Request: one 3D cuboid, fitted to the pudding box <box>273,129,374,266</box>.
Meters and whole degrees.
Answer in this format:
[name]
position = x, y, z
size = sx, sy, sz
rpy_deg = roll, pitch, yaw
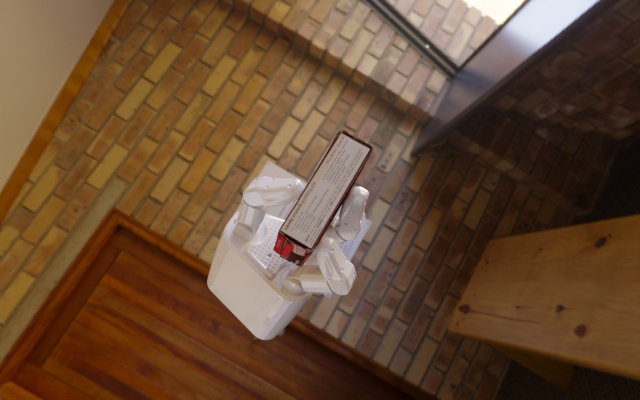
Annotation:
[pudding box]
position = 0.000, 0.001, 0.444
size = 0.039, 0.113, 0.090
rpy_deg = 29, -17, -1
